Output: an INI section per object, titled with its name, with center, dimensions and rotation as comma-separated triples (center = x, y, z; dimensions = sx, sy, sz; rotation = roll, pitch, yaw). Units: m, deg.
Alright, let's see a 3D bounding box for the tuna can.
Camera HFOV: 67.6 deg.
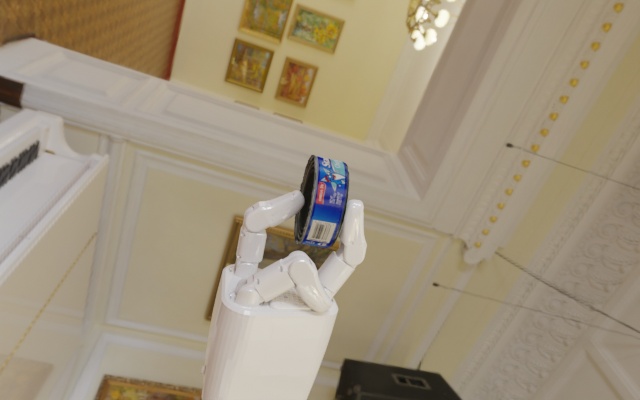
[tuna can]
center = 0.001, 0.002, 0.456
dimensions = 0.034, 0.086, 0.086
rotation = 10, -2, -10
